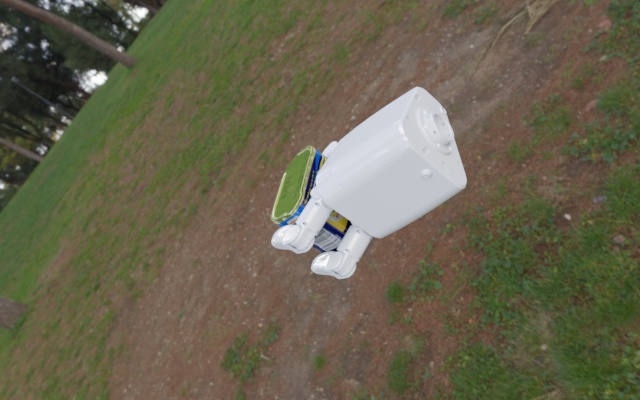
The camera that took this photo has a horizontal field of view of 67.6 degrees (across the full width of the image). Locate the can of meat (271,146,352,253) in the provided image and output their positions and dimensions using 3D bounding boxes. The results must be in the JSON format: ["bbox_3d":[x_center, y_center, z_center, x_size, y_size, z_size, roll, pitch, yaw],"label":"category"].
[{"bbox_3d":[0.000,0.002,0.526,0.084,0.102,0.057,35,-44,-25],"label":"can of meat"}]
